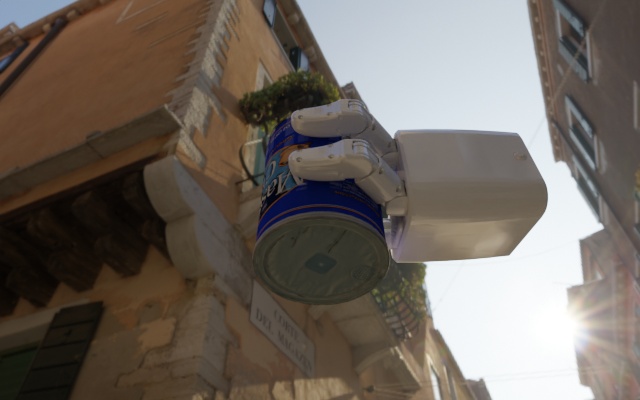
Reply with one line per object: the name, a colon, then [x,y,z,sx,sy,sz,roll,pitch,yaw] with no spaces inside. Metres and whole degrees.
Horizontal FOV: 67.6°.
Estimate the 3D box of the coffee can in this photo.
coffee can: [0.000,0.001,0.406,0.103,0.103,0.140,0,43,-1]
